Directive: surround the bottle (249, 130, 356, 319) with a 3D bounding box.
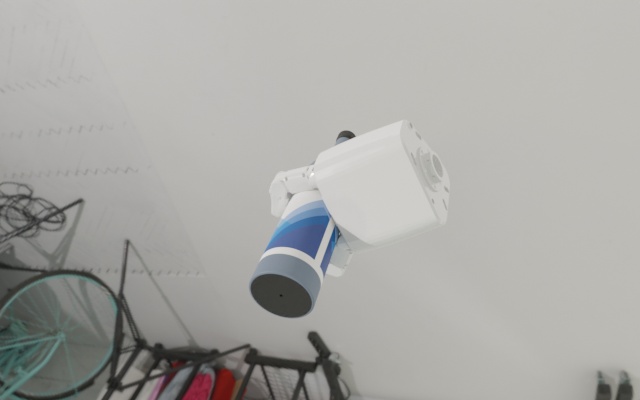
[{"bbox_3d":[0.000,0.002,0.565,0.069,0.069,0.295,0,38,19],"label":"bottle"}]
